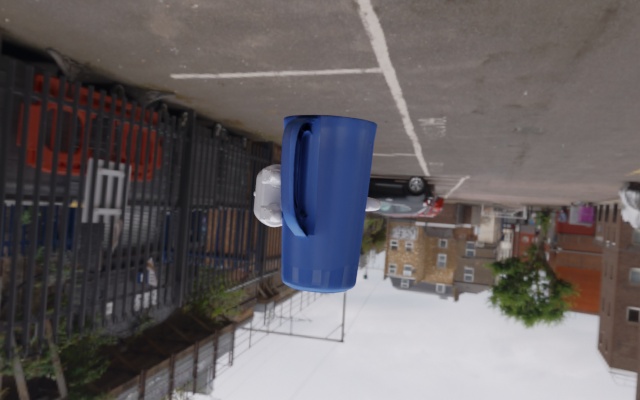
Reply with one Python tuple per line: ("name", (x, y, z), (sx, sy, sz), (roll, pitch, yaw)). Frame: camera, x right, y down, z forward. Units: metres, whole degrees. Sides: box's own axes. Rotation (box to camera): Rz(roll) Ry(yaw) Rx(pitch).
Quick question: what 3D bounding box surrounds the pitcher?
("pitcher", (0.000, 0.002, 0.673), (0.149, 0.243, 0.145), (4, 1, -18))
